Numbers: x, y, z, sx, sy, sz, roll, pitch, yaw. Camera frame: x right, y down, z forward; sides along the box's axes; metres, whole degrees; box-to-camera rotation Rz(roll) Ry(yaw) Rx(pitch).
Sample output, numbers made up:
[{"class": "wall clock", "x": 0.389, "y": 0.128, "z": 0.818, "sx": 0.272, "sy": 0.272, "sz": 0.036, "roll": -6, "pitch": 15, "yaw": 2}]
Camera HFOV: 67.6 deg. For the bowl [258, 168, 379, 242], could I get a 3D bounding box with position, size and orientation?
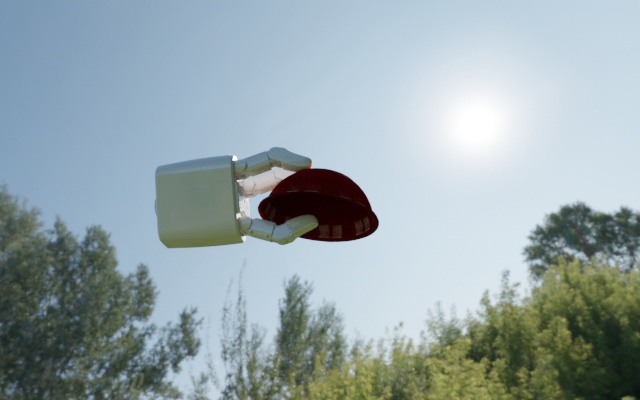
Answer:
[{"class": "bowl", "x": 0.001, "y": 0.002, "z": 0.643, "sx": 0.162, "sy": 0.055, "sz": 0.162, "roll": 7, "pitch": -25, "yaw": 3}]
